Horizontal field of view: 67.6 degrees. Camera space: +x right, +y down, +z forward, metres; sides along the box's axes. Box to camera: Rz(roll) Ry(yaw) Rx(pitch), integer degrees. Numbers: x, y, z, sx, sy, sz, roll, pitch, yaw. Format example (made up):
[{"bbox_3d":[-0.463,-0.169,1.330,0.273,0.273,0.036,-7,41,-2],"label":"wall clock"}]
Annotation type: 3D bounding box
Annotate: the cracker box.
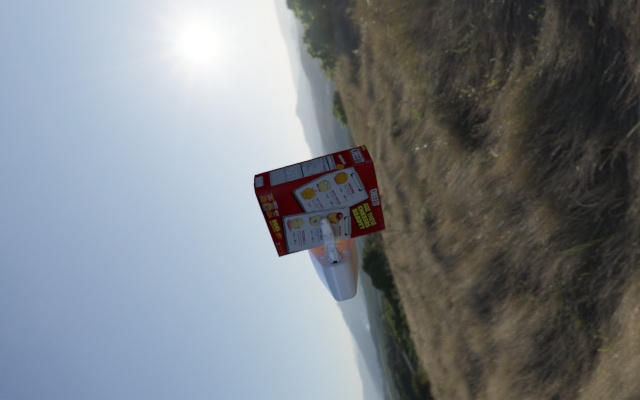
[{"bbox_3d":[0.000,0.003,0.889,0.214,0.164,0.072,-15,37,0],"label":"cracker box"}]
